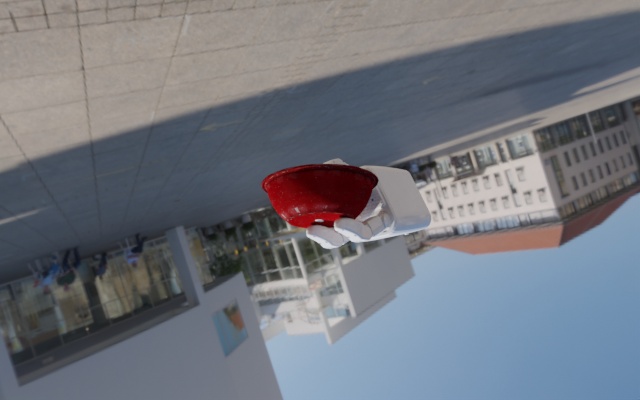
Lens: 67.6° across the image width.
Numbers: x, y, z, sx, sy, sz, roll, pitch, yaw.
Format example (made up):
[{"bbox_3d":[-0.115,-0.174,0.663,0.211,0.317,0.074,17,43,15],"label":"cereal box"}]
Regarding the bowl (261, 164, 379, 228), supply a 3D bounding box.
[{"bbox_3d":[-0.001,0.002,0.654,0.162,0.055,0.162,-2,-16,0],"label":"bowl"}]
